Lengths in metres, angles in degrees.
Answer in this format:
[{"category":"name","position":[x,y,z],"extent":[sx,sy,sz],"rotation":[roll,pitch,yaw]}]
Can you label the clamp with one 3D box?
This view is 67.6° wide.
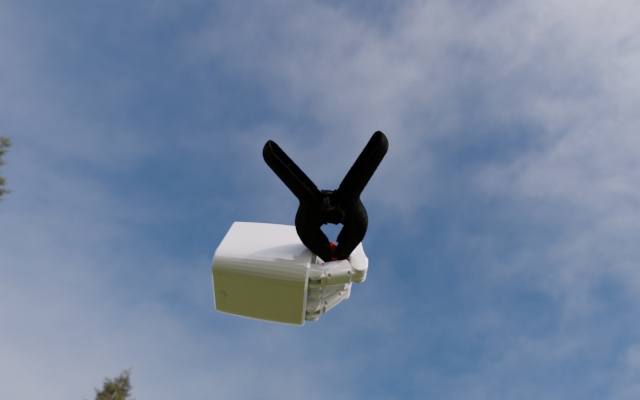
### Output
[{"category":"clamp","position":[0.000,0.001,0.500],"extent":[0.120,0.172,0.039],"rotation":[6,35,1]}]
